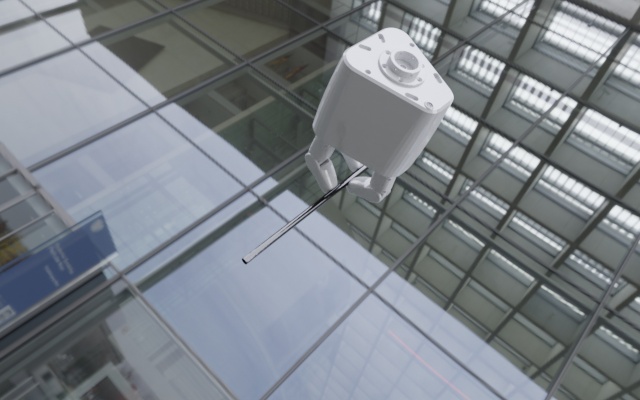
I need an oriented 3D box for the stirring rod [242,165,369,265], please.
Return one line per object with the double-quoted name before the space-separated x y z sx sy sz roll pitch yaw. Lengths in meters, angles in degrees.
"stirring rod" 0.000 0.002 0.568 0.239 0.011 0.011 -38 22 -32
